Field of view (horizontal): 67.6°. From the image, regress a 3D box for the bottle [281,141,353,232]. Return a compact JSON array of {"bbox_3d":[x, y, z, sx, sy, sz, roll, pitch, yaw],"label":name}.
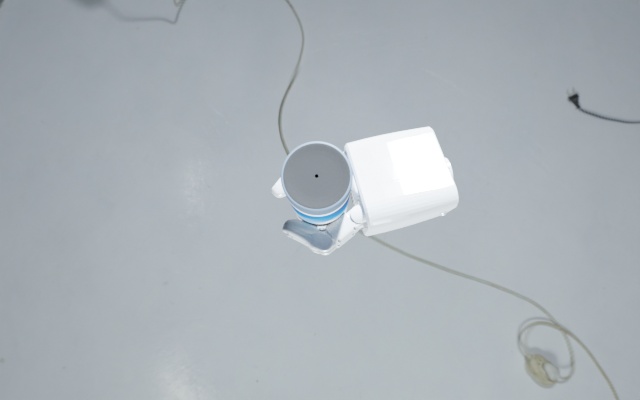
[{"bbox_3d":[0.000,0.002,0.582,0.069,0.069,0.296,0,-10,1],"label":"bottle"}]
